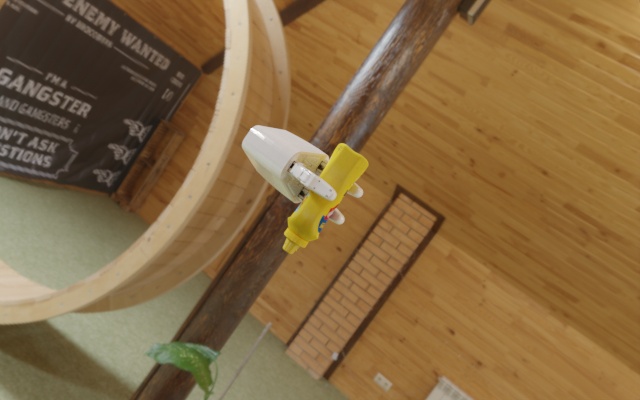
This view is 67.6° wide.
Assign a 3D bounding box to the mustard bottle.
[{"bbox_3d":[0.001,0.002,0.761,0.058,0.191,0.096,35,3,3],"label":"mustard bottle"}]
